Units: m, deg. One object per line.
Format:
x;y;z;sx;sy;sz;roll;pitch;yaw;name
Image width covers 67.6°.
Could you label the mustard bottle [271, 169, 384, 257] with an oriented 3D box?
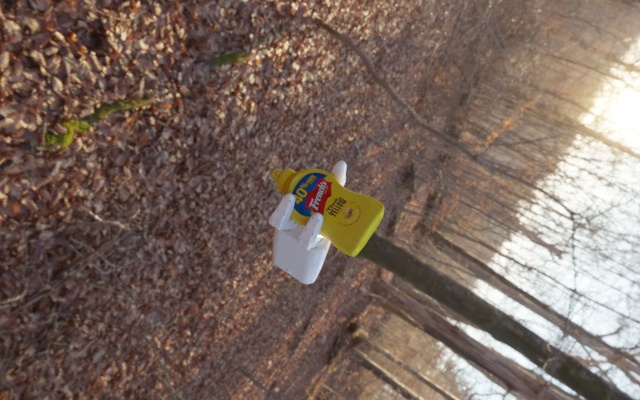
0.000;0.002;0.773;0.191;0.096;0.058;32;-17;16;mustard bottle
